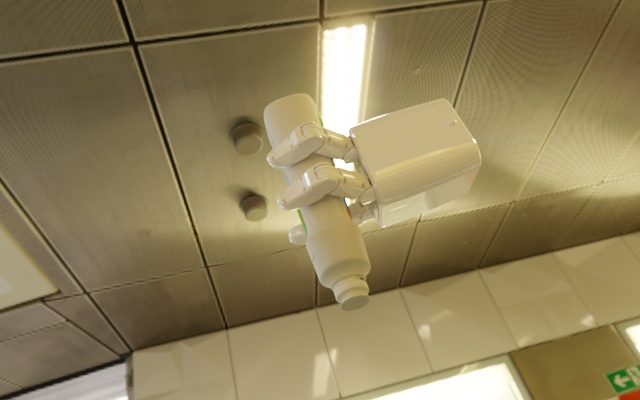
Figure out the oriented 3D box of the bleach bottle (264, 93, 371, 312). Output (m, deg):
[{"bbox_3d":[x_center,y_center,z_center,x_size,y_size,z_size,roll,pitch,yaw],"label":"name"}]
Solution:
[{"bbox_3d":[0.000,0.002,0.504,0.068,0.250,0.103,-19,-37,0],"label":"bleach bottle"}]
